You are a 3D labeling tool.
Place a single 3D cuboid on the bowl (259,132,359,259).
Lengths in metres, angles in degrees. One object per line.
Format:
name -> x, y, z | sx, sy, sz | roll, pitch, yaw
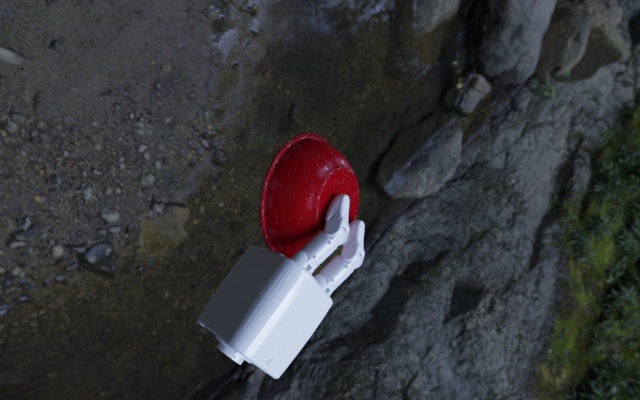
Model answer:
bowl -> 0.001, 0.001, 0.573 | 0.055, 0.162, 0.162 | 11, 6, 34
